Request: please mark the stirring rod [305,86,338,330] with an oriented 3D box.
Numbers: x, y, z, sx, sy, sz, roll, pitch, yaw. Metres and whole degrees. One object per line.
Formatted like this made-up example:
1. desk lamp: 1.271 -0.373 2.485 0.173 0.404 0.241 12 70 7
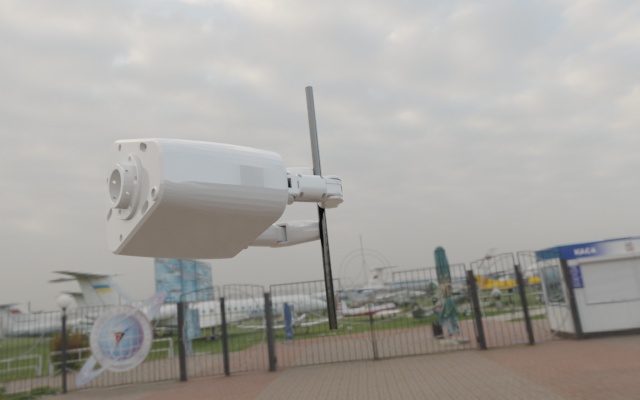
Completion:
1. stirring rod: 0.000 0.002 0.464 0.011 0.239 0.011 -6 -12 -1
